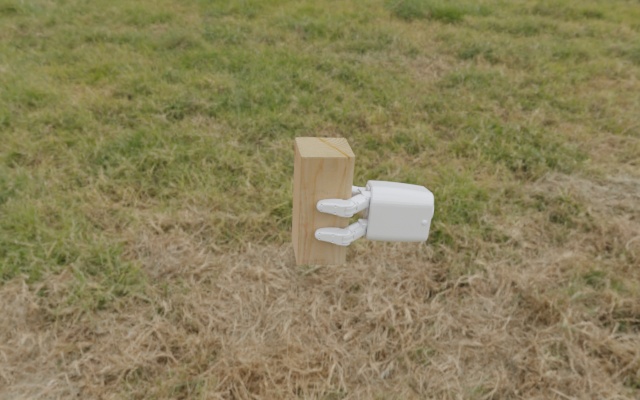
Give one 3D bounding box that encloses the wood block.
[{"bbox_3d":[0.000,0.002,0.832,0.090,0.206,0.090,-1,28,-9],"label":"wood block"}]
